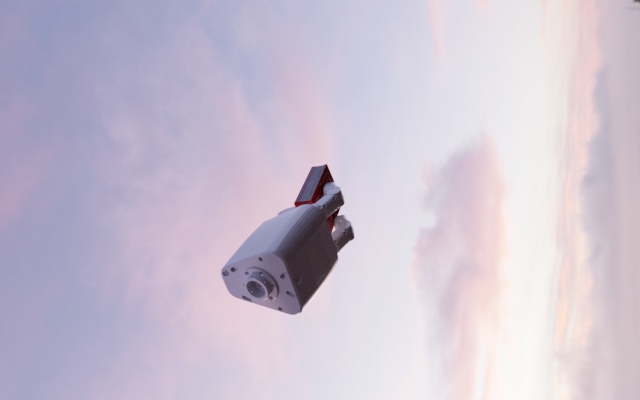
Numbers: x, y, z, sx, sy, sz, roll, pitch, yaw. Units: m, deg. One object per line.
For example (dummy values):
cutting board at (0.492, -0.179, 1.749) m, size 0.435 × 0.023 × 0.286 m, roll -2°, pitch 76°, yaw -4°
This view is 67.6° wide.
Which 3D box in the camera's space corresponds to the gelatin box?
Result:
gelatin box at (0.000, 0.002, 0.702) m, size 0.030 × 0.073 × 0.089 m, roll -7°, pitch 38°, yaw 26°
